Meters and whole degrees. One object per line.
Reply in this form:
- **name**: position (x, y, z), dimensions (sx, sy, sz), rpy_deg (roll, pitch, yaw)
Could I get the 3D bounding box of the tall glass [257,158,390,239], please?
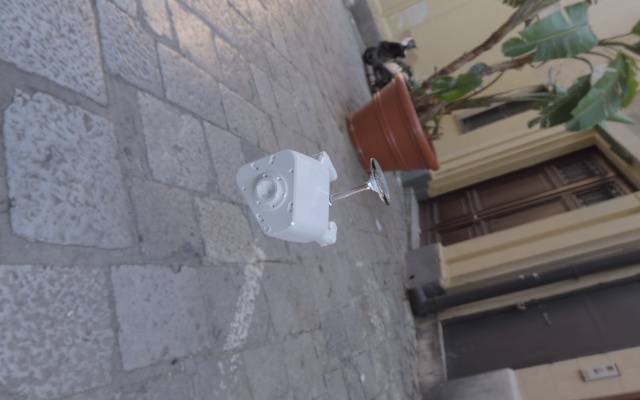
- **tall glass**: position (0.001, 0.002, 0.738), dimensions (0.201, 0.079, 0.079), rpy_deg (-19, -7, 19)
